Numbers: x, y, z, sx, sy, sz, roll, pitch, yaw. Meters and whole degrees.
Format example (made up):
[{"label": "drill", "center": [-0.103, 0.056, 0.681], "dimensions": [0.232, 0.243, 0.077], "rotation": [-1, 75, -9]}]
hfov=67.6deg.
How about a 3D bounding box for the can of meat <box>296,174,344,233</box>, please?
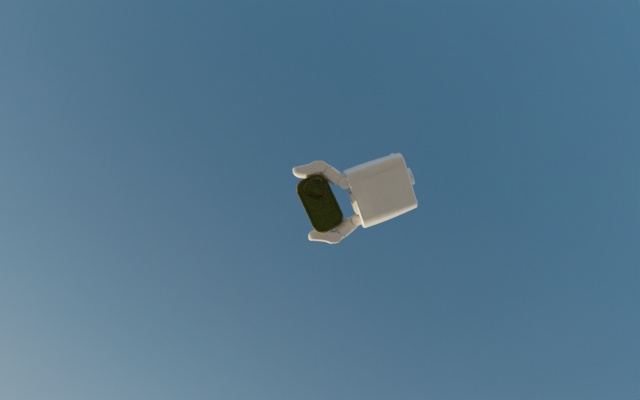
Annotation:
[{"label": "can of meat", "center": [0.000, 0.003, 0.869], "dimensions": [0.057, 0.102, 0.084], "rotation": [-25, 3, 3]}]
